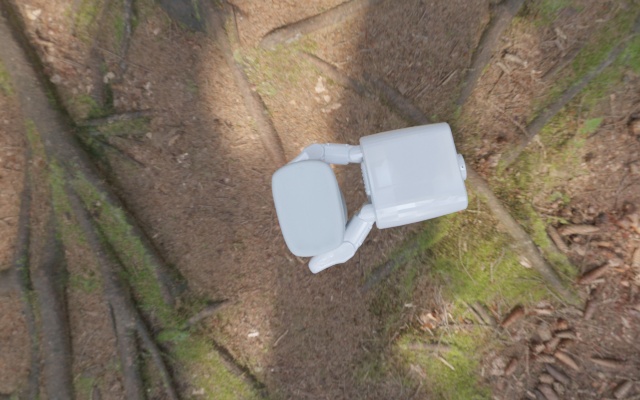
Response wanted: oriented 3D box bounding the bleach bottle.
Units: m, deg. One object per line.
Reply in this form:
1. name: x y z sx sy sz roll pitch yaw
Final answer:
1. bleach bottle: 0.000 0.002 0.607 0.068 0.102 0.251 -12 3 6
